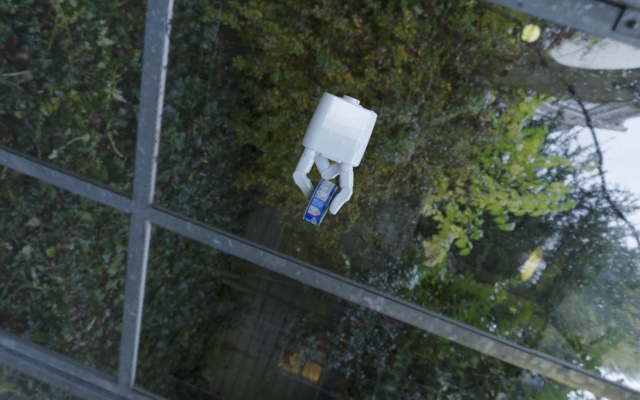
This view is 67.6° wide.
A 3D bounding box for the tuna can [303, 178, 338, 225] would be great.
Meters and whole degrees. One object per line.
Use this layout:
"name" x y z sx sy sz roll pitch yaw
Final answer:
"tuna can" 0.001 0.003 0.895 0.034 0.086 0.086 26 2 4
